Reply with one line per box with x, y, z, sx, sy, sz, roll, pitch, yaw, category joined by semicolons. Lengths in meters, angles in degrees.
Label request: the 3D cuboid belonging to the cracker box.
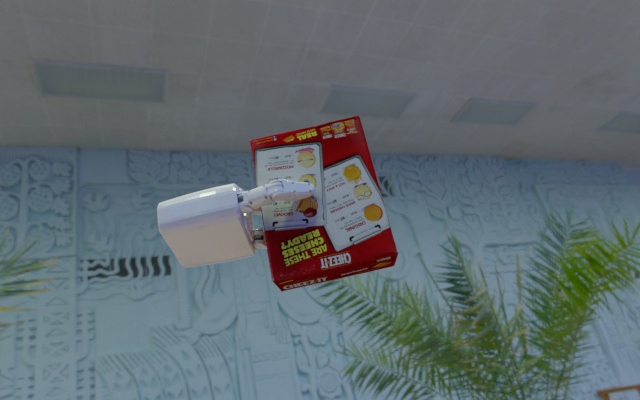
0.000;0.002;0.666;0.164;0.213;0.072;-13;-24;0;cracker box
